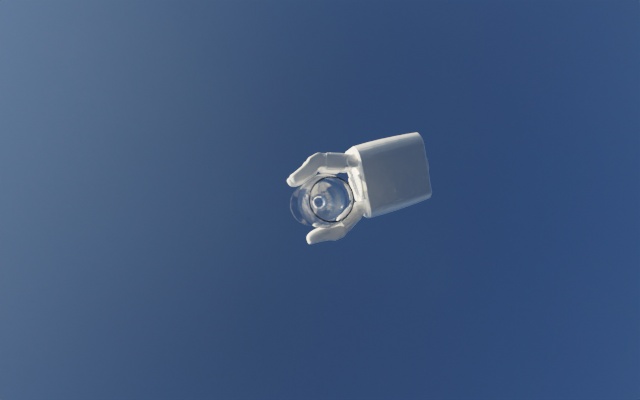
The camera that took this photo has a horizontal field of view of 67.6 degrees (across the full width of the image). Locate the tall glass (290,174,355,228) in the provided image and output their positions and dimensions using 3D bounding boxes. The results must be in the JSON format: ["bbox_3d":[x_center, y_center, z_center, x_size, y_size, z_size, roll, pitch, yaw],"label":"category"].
[{"bbox_3d":[0.000,0.003,0.726,0.079,0.079,0.201,0,-2,-8],"label":"tall glass"}]
